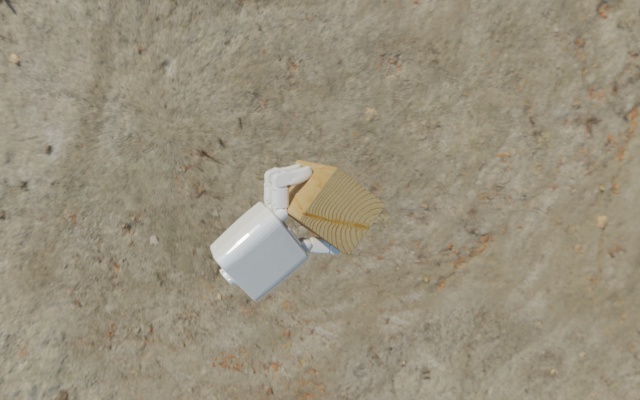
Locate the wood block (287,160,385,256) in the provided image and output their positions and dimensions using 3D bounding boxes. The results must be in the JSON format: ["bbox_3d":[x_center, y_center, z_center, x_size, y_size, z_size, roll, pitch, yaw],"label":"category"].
[{"bbox_3d":[0.000,0.003,0.732,0.091,0.090,0.206,38,-4,-19],"label":"wood block"}]
